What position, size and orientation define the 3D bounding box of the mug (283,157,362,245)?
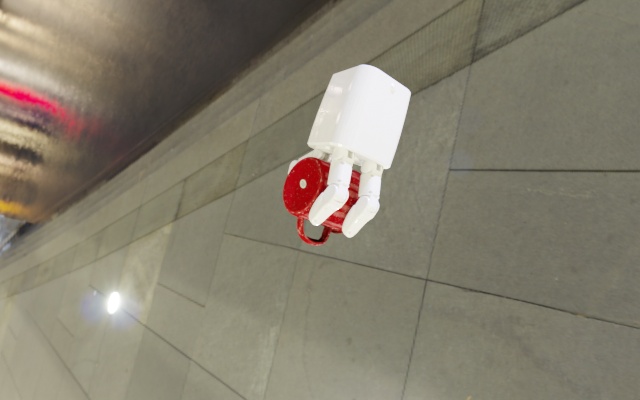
[{"bbox_3d":[-0.001,0.003,0.644,0.081,0.117,0.093,20,-4,-39],"label":"mug"}]
